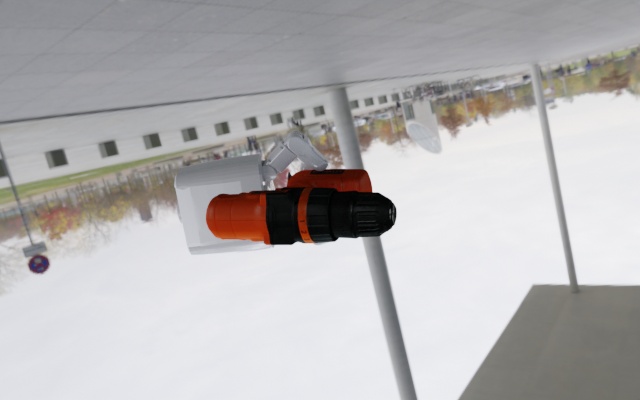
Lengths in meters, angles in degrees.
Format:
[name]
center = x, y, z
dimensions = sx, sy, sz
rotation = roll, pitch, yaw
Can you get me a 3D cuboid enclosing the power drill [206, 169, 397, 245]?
[power drill]
center = 0.000, 0.002, 0.508
dimensions = 0.184, 0.057, 0.187
rotation = 0, 8, 18
